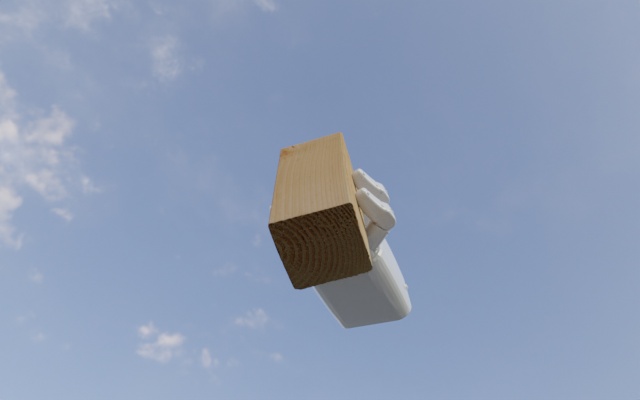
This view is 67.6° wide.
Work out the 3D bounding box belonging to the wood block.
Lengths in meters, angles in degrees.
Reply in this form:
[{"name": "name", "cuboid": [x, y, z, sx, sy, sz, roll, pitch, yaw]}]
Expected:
[{"name": "wood block", "cuboid": [0.000, 0.002, 0.582, 0.091, 0.090, 0.206, -16, 26, 7]}]
